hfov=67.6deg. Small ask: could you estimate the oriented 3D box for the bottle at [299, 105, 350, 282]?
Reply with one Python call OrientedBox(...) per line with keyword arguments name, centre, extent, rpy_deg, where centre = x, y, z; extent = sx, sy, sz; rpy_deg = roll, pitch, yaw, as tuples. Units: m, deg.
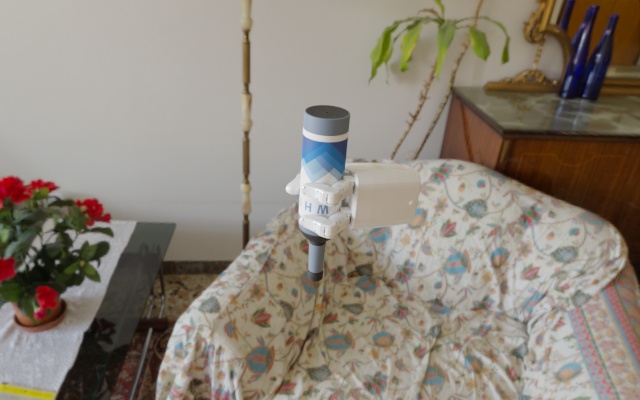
OrientedBox(name="bottle", centre=(0.000, 0.002, 0.752), extent=(0.069, 0.296, 0.069), rpy_deg=(3, 28, -2))
